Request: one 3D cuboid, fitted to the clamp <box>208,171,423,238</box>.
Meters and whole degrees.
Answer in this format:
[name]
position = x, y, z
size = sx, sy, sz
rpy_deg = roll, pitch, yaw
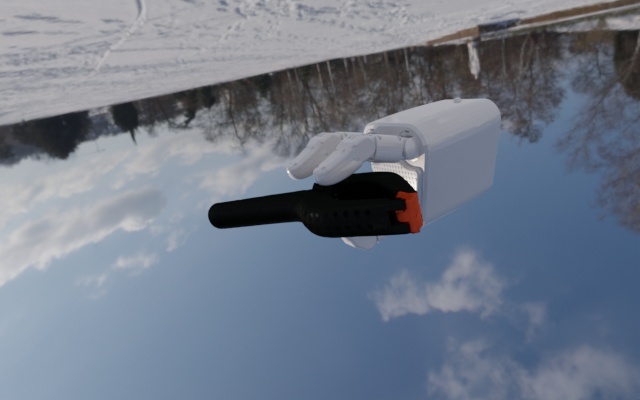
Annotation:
[clamp]
position = 0.001, 0.002, 0.424
size = 0.164, 0.036, 0.210
rpy_deg = -24, 21, -24
